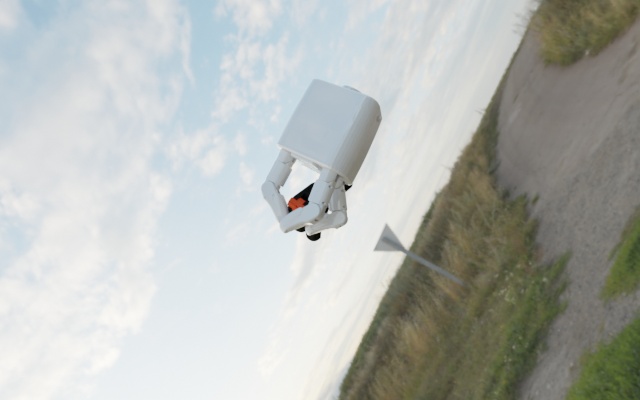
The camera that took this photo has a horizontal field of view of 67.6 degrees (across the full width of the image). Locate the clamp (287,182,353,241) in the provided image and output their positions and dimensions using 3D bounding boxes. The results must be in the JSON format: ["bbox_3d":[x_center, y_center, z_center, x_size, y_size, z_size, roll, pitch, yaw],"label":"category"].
[{"bbox_3d":[-0.001,0.002,0.704,0.039,0.120,0.171,27,-2,13],"label":"clamp"}]
